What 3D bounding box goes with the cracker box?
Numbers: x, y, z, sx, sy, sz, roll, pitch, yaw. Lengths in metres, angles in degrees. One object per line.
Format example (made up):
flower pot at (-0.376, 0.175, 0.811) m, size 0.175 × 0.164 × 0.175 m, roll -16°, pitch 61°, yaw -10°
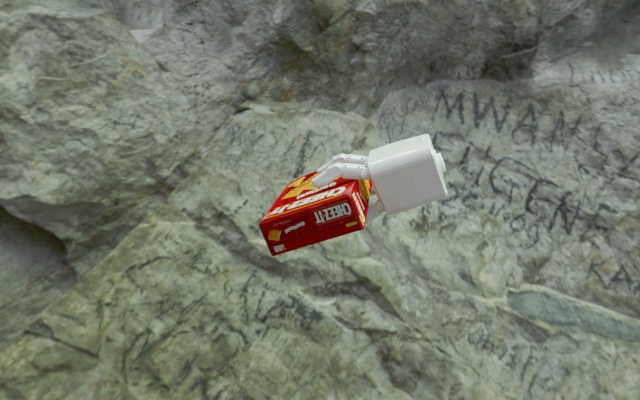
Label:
cracker box at (0.000, 0.003, 0.849) m, size 0.164 × 0.072 × 0.213 m, roll -18°, pitch 16°, yaw 16°
